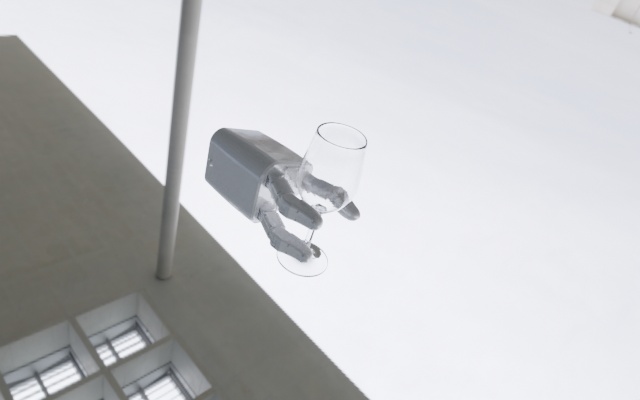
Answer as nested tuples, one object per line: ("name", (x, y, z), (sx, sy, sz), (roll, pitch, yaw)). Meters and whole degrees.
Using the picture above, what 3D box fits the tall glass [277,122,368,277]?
("tall glass", (0.000, 0.003, 0.613), (0.079, 0.201, 0.079), (12, 35, -9))
